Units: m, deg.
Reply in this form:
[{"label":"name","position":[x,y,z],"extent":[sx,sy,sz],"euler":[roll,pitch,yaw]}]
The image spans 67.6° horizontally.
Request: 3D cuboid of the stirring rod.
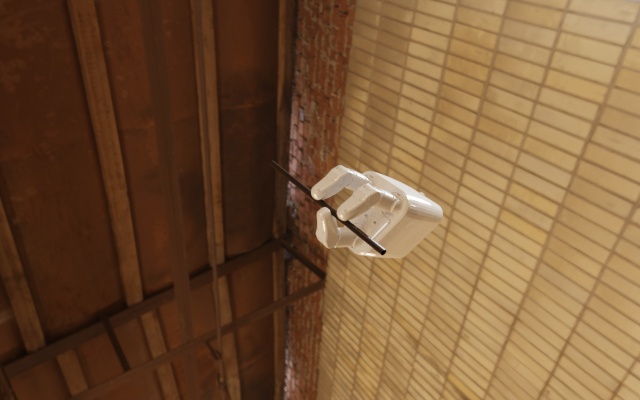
[{"label":"stirring rod","position":[0.000,0.002,0.616],"extent":[0.011,0.011,0.239],"euler":[0,28,-42]}]
